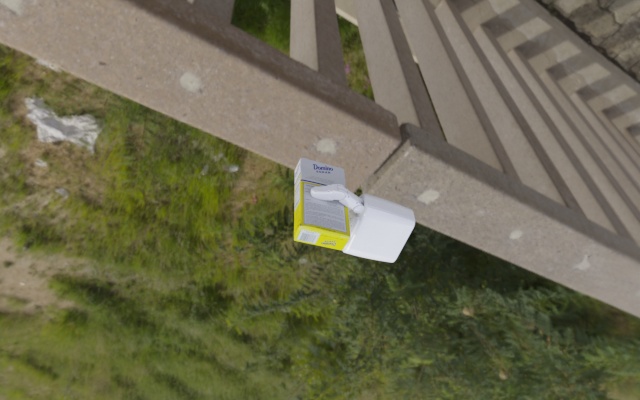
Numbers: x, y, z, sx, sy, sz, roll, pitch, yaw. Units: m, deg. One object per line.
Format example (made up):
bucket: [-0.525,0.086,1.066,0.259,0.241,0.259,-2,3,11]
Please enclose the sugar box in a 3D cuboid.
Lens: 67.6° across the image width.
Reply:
sugar box: [0.000,0.003,0.872,0.093,0.176,0.048,14,-49,-15]
